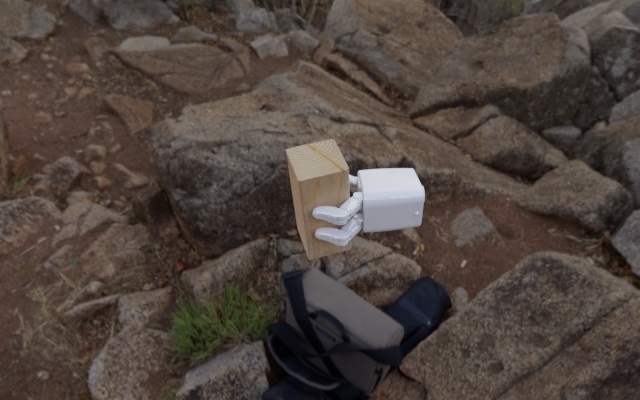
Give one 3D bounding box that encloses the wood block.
[{"bbox_3d":[0.000,0.002,0.875,0.090,0.206,0.090,-14,45,-9],"label":"wood block"}]
